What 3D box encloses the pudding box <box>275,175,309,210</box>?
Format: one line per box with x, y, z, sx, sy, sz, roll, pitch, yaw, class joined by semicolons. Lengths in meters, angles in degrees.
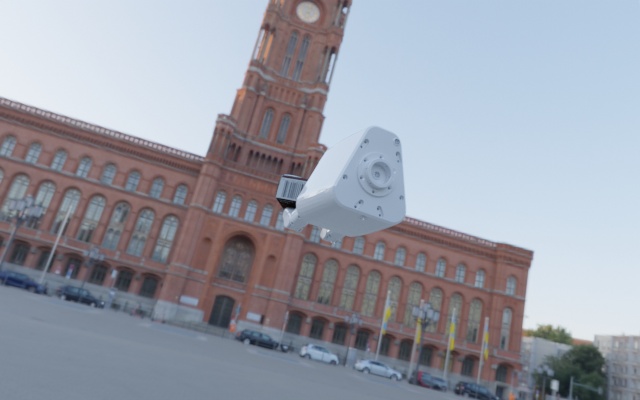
0.000;0.002;0.678;0.113;0.039;0.090;12;-15;9;pudding box
